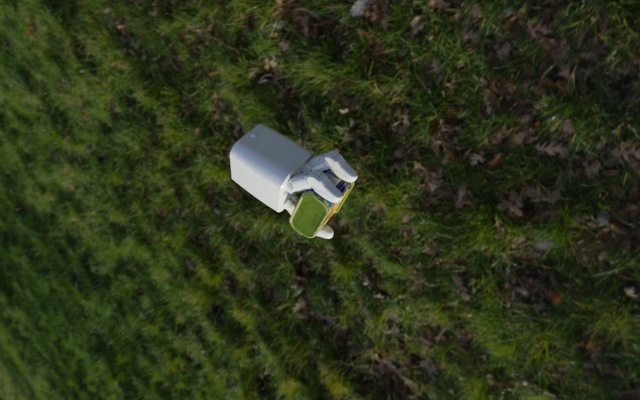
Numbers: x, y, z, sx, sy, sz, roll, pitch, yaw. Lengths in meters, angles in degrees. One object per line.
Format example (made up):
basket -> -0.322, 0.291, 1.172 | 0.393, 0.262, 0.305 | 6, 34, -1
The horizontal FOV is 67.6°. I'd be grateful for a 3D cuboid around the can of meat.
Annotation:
can of meat -> 0.000, 0.003, 0.780 | 0.057, 0.102, 0.084 | 36, 47, 6
